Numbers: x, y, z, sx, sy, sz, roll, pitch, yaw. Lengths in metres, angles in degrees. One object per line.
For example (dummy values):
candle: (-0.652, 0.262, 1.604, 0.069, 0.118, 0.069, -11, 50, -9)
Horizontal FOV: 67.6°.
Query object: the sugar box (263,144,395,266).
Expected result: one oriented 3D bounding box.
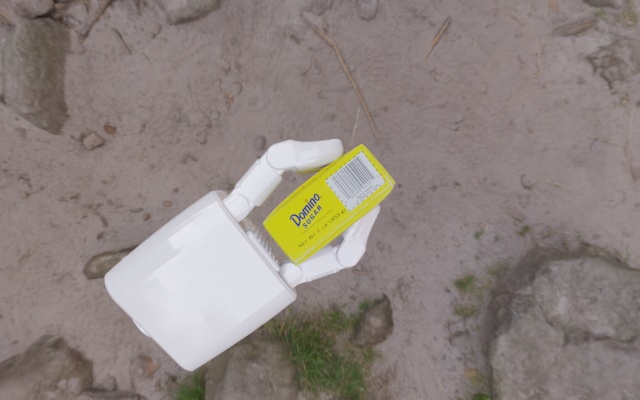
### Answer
sugar box: (0.000, 0.001, 0.418, 0.093, 0.048, 0.176, -38, 5, -3)
